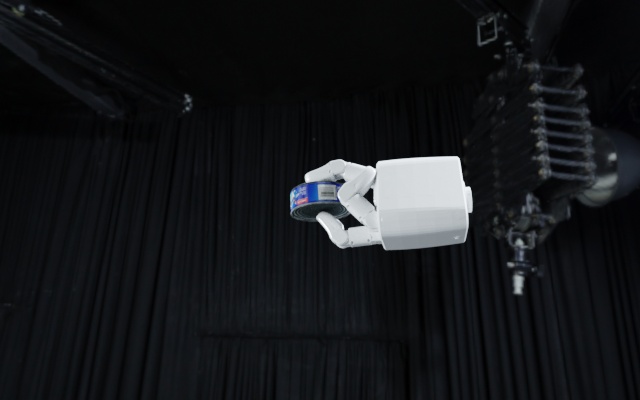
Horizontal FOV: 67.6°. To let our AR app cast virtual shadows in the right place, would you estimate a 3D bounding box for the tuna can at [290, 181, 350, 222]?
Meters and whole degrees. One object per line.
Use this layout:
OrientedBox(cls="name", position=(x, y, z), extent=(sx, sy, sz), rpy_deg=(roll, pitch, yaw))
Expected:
OrientedBox(cls="tuna can", position=(0.000, 0.002, 0.673), extent=(0.086, 0.033, 0.086), rpy_deg=(-3, -19, -1))
